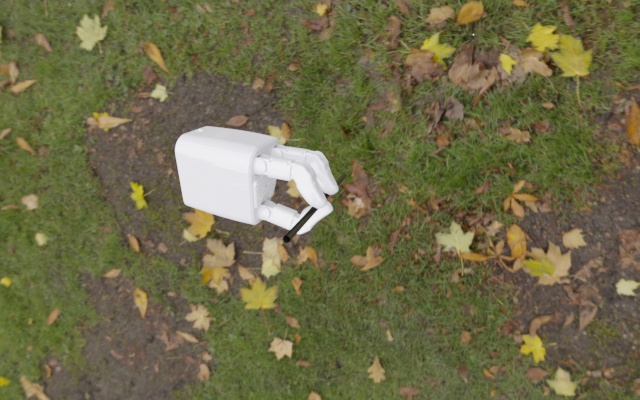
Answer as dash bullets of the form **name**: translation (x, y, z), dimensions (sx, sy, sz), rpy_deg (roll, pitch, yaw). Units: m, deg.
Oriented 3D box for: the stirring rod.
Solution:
- **stirring rod**: translation (0.000, 0.002, 0.595), dimensions (0.011, 0.011, 0.239), rpy_deg (0, 18, 18)
